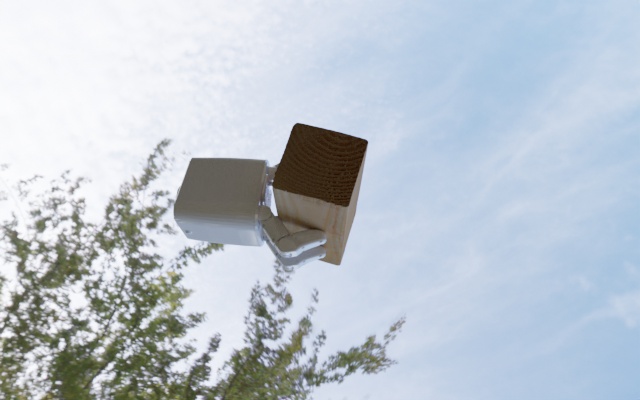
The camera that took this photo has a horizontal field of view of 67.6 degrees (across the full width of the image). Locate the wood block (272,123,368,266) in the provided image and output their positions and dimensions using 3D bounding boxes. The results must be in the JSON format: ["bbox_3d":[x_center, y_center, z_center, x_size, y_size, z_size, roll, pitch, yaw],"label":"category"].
[{"bbox_3d":[0.000,0.002,0.618,0.090,0.090,0.206,15,-24,6],"label":"wood block"}]
